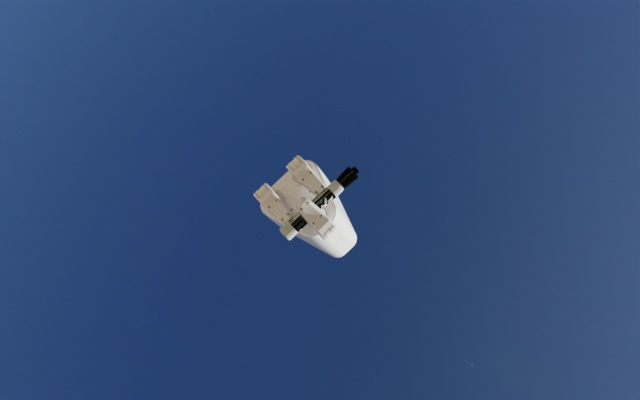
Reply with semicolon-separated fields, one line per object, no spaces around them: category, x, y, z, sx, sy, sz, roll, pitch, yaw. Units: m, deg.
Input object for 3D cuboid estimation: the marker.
marker;0.000;0.002;0.587;0.121;0.020;0.020;-43;0;0
